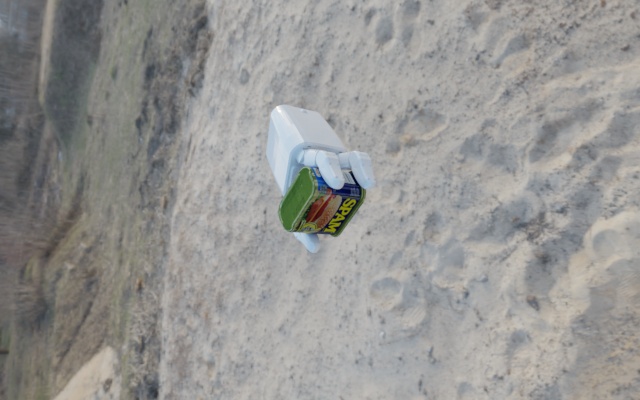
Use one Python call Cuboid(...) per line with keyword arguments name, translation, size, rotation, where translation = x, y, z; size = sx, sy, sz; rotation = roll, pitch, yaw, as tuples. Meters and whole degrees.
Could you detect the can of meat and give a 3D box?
Cuboid(name="can of meat", translation=(0.000, 0.002, 0.663), size=(0.084, 0.057, 0.102), rotation=(6, -47, -34))
